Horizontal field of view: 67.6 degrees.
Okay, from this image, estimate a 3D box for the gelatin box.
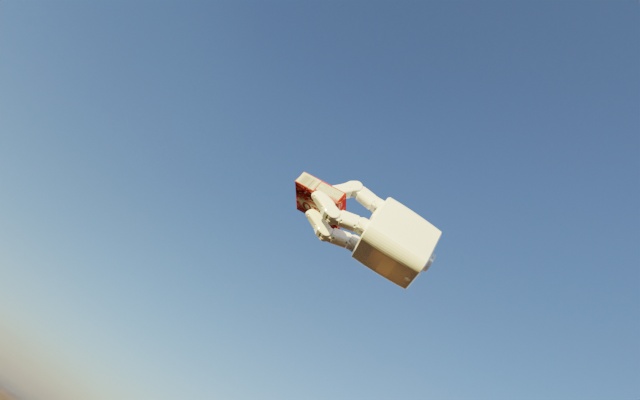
[{"bbox_3d":[0.000,0.002,0.802,0.089,0.073,0.030,28,55,23],"label":"gelatin box"}]
